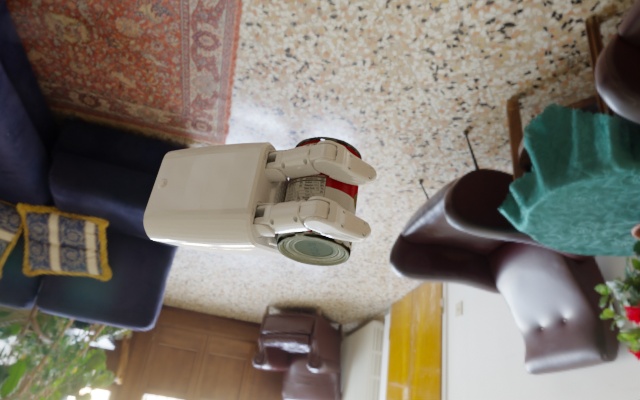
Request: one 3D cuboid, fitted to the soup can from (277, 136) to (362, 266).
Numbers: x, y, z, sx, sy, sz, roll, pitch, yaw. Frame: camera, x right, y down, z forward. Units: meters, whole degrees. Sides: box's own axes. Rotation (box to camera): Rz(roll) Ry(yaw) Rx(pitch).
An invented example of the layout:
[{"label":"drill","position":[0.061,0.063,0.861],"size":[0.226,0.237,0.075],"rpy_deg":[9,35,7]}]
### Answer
[{"label":"soup can","position":[0.001,0.002,0.443],"size":[0.068,0.102,0.068],"rpy_deg":[7,-28,4]}]
